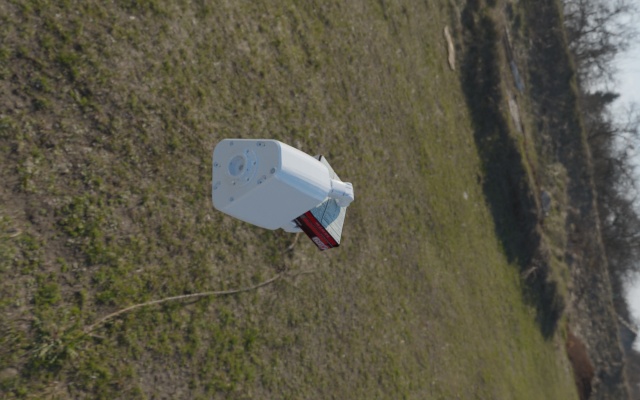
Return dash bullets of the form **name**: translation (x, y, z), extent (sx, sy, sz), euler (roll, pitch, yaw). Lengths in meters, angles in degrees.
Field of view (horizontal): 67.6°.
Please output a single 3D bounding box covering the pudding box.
- **pudding box**: translation (0.000, 0.002, 0.694), extent (0.039, 0.113, 0.090), euler (-14, -49, 30)
